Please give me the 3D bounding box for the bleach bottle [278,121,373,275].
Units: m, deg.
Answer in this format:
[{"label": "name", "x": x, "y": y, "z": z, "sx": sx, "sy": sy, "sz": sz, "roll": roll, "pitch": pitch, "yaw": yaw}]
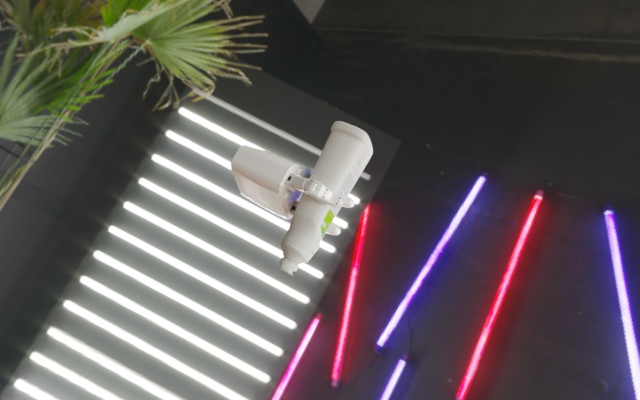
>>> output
[{"label": "bleach bottle", "x": 0.000, "y": 0.003, "z": 0.779, "sx": 0.068, "sy": 0.251, "sz": 0.103, "roll": 25, "pitch": -11, "yaw": 20}]
